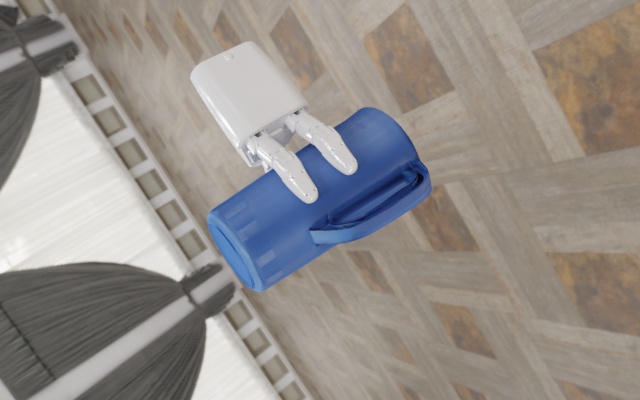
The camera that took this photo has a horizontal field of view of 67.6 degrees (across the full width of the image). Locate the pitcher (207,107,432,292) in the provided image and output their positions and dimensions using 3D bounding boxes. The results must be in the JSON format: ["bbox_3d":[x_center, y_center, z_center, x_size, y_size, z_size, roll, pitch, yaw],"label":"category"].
[{"bbox_3d":[0.000,0.002,0.562,0.243,0.145,0.149,-34,-10,-21],"label":"pitcher"}]
